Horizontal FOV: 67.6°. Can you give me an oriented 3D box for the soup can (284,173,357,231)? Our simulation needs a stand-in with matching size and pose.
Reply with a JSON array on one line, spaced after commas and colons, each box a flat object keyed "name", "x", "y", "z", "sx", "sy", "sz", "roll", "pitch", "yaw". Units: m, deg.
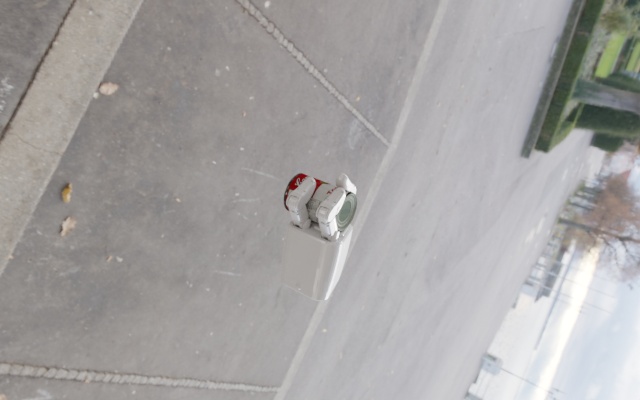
[{"name": "soup can", "x": 0.001, "y": 0.002, "z": 0.777, "sx": 0.102, "sy": 0.068, "sz": 0.068, "roll": 22, "pitch": 10, "yaw": 28}]
